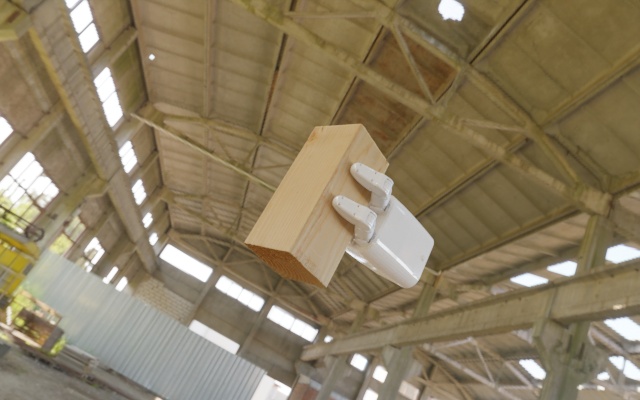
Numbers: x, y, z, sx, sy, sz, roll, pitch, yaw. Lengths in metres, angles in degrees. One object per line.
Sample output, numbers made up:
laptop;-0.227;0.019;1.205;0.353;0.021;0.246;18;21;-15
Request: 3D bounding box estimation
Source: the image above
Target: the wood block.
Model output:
wood block;0.000;0.002;0.655;0.091;0.206;0.090;4;-34;44
